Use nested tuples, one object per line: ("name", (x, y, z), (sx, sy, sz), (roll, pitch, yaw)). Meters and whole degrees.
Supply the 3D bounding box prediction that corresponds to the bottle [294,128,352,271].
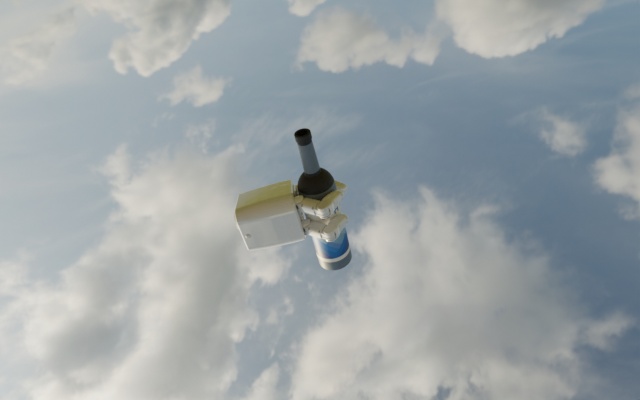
("bottle", (0.000, 0.003, 0.855), (0.069, 0.296, 0.069), (-9, 39, 7))
